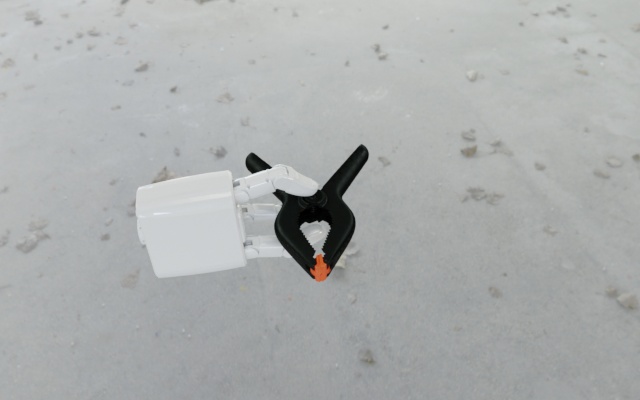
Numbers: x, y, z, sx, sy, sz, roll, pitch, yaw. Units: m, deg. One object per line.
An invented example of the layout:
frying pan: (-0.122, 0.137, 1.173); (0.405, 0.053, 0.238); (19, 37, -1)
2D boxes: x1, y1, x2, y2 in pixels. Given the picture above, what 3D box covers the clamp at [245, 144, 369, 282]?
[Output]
clamp: (0.000, 0.002, 0.580); (0.164, 0.209, 0.036); (-10, -43, -7)
